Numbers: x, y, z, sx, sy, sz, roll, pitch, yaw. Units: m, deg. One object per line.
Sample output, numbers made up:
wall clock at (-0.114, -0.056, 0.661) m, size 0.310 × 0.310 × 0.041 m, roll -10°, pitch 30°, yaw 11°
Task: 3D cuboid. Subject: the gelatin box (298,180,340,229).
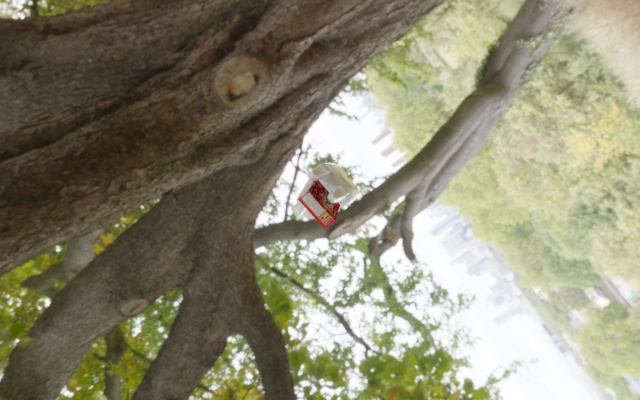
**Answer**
gelatin box at (0.000, 0.003, 0.877) m, size 0.030 × 0.073 × 0.089 m, roll -38°, pitch 8°, yaw 19°
